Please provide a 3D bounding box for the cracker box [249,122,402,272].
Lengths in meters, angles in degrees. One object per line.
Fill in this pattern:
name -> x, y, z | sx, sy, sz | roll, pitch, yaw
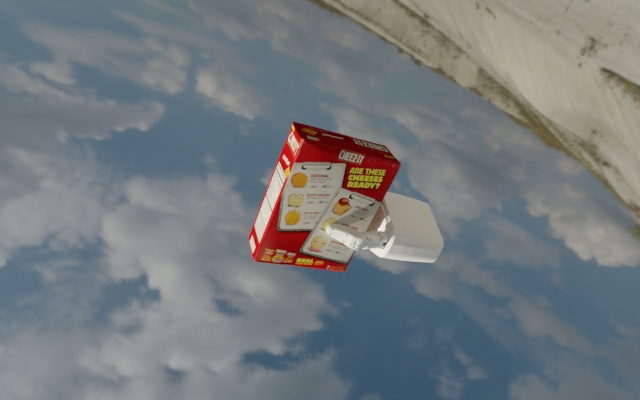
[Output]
cracker box -> 0.000, 0.003, 0.735 | 0.164, 0.214, 0.072 | 11, 28, -26
